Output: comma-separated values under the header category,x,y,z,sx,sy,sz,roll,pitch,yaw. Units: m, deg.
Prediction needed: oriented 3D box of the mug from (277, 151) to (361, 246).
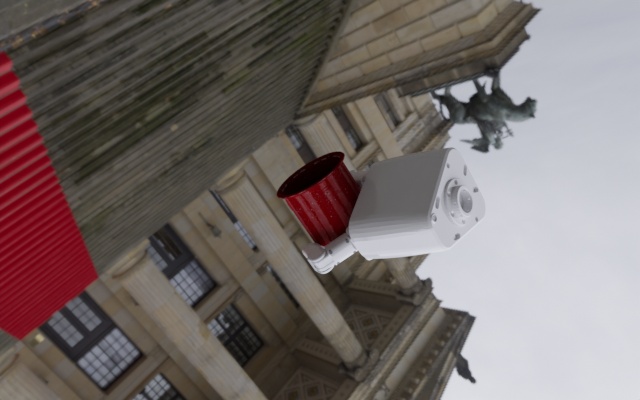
category,x,y,z,sx,sy,sz,roll,pitch,yaw
mug,-0.001,0.002,0.582,0.117,0.081,0.093,-10,29,48
